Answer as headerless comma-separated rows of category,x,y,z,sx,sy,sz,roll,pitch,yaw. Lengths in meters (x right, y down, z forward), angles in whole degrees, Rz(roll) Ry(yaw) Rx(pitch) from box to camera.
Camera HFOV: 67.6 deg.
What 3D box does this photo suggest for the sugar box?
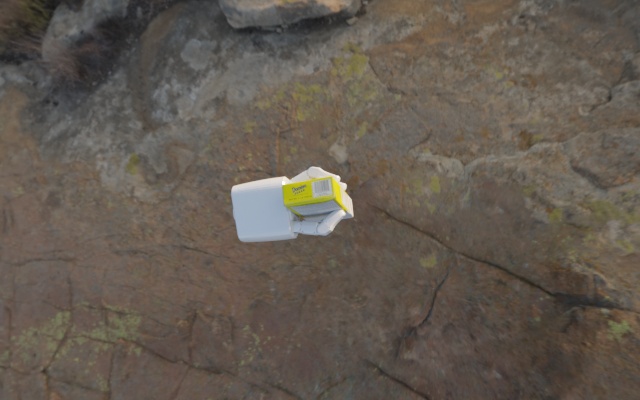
sugar box,0.000,0.002,0.887,0.093,0.048,0.176,-9,-12,11
